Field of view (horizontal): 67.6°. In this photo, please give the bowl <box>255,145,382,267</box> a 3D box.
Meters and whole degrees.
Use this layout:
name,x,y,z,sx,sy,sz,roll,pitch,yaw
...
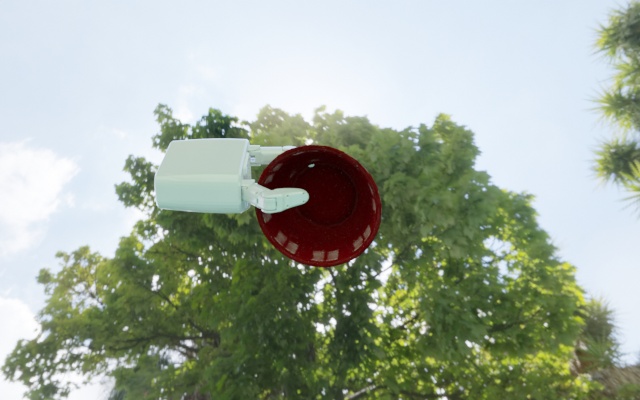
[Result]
name,x,y,z,sx,sy,sz,roll,pitch,yaw
bowl,0.001,0.002,0.615,0.162,0.162,0.055,0,19,12
